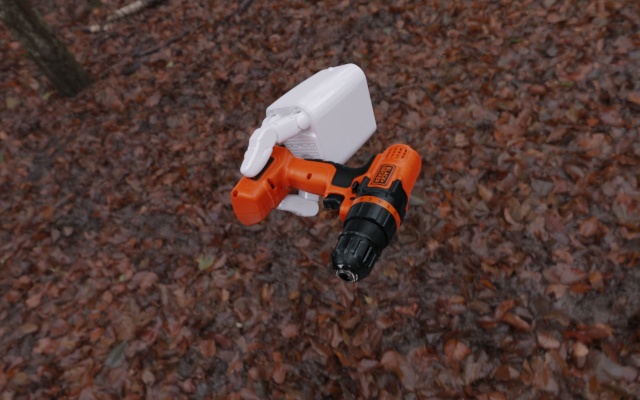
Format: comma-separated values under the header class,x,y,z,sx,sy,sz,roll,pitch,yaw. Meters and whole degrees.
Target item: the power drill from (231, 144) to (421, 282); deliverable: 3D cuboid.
class,x,y,z,sx,sy,sz,roll,pitch,yaw
power drill,0.000,0.001,0.519,0.187,0.057,0.184,9,43,26
